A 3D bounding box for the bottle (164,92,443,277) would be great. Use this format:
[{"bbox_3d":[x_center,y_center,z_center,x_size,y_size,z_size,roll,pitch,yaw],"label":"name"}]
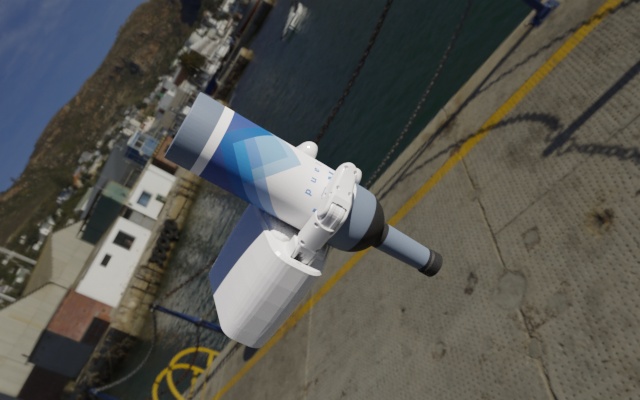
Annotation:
[{"bbox_3d":[0.000,0.001,0.466,0.296,0.069,0.069,29,-10,-18],"label":"bottle"}]
